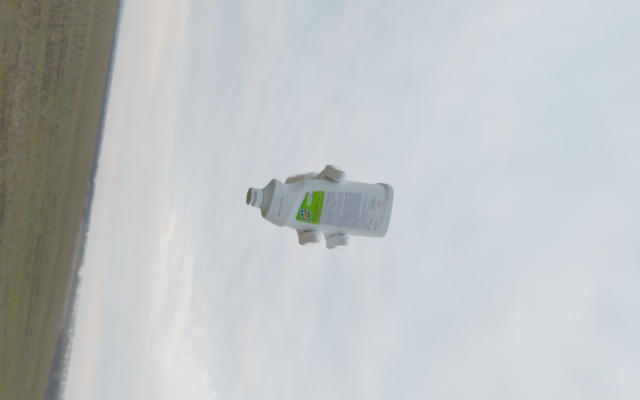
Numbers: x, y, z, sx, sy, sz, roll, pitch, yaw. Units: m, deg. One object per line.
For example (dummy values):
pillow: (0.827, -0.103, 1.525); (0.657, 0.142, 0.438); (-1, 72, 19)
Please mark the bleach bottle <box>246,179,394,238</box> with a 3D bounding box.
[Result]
bleach bottle: (0.000, 0.003, 0.809); (0.251, 0.102, 0.068); (9, -1, -25)
